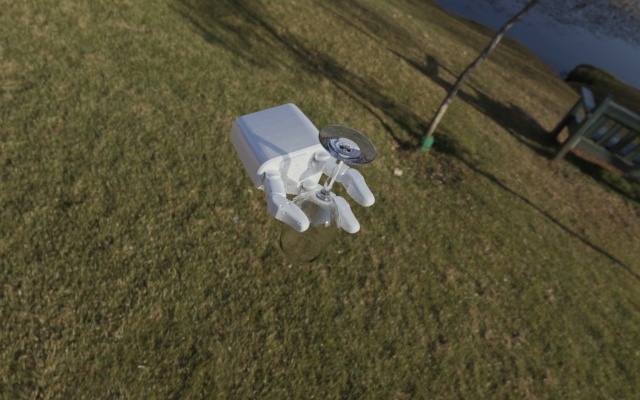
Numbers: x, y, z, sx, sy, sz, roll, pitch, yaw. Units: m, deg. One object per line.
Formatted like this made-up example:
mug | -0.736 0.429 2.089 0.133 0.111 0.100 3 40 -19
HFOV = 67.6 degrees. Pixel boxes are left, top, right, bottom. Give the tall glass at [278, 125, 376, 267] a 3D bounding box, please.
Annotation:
tall glass | 0.000 0.002 0.633 0.079 0.201 0.079 14 40 -12
